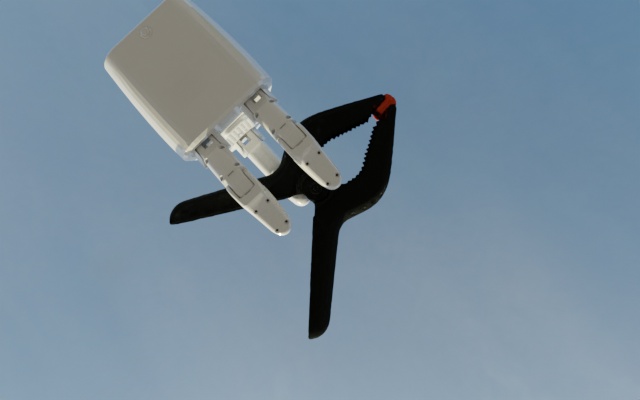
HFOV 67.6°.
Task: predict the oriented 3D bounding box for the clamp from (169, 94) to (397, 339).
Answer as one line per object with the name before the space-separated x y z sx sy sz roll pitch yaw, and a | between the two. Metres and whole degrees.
clamp | 0.000 0.001 0.410 0.210 0.164 0.036 -44 1 -2
